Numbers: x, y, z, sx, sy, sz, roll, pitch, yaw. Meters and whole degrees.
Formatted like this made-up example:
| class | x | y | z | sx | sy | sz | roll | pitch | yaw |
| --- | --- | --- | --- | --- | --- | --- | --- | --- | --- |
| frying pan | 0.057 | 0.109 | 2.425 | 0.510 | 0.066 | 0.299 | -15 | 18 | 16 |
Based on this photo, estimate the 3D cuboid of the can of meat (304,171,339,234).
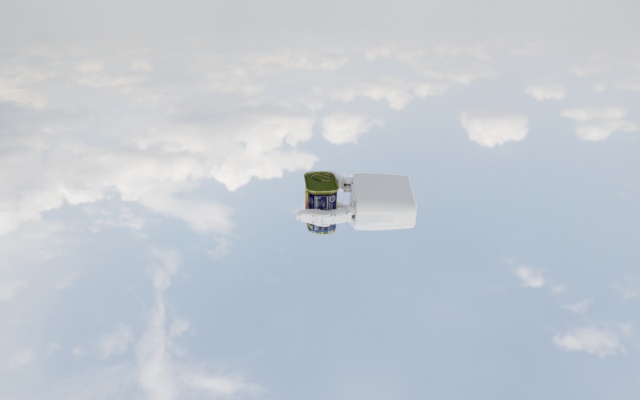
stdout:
| class | x | y | z | sx | sy | sz | roll | pitch | yaw |
| --- | --- | --- | --- | --- | --- | --- | --- | --- | --- |
| can of meat | 0.000 | 0.003 | 0.865 | 0.057 | 0.084 | 0.102 | -1 | 23 | -5 |
